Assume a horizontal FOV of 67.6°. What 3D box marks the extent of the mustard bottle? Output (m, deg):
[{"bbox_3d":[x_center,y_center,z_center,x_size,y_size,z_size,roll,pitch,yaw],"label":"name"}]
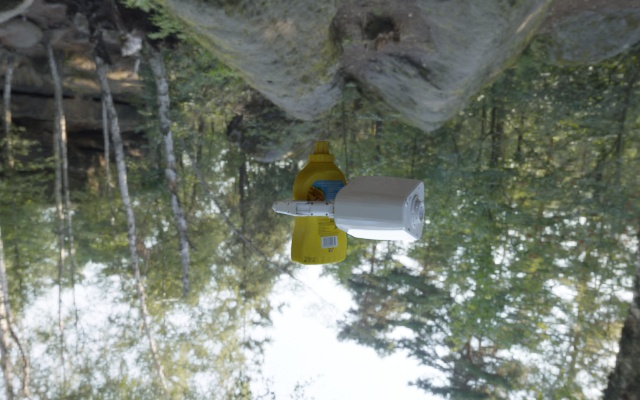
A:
[{"bbox_3d":[0.000,0.003,0.757,0.096,0.191,0.058,-2,5,-38],"label":"mustard bottle"}]
